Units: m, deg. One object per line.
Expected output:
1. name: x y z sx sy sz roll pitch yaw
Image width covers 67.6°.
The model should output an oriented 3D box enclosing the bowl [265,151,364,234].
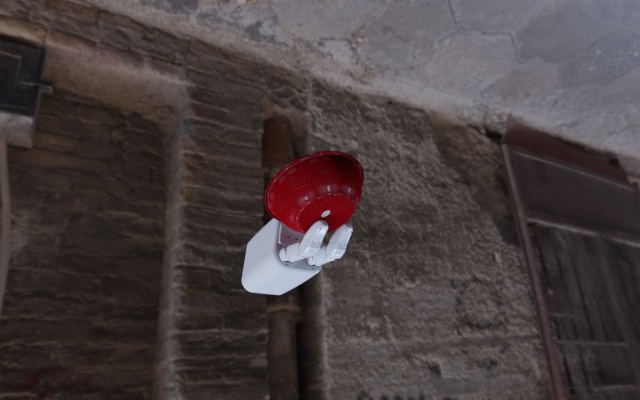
1. bowl: 0.001 0.002 0.720 0.162 0.055 0.162 -14 -39 -12
